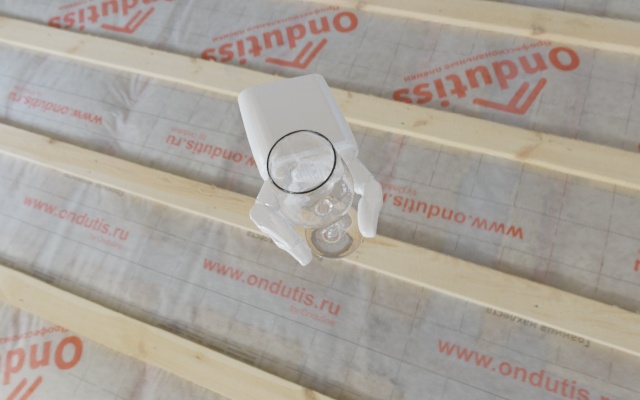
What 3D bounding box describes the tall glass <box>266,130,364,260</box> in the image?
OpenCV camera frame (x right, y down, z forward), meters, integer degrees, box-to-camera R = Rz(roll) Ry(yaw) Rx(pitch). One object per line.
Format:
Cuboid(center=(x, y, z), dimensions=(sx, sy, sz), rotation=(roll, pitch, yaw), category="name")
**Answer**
Cuboid(center=(0.000, 0.002, 0.500), dimensions=(0.079, 0.079, 0.201), rotation=(0, -21, 10), category="tall glass")
